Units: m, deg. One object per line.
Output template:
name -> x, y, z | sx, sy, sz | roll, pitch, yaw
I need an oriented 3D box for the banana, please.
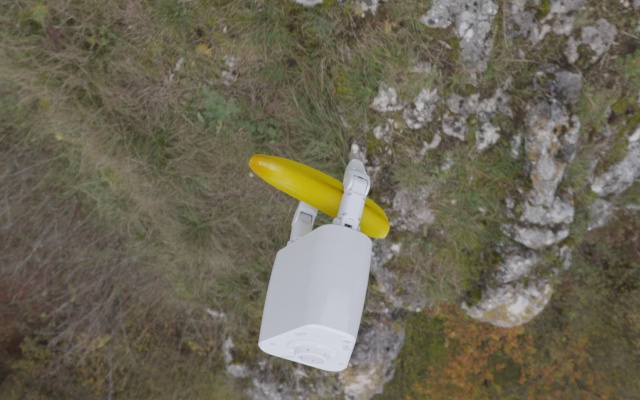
banana -> 0.014, 0.002, 0.527 | 0.198, 0.037, 0.069 | 30, -21, -31
